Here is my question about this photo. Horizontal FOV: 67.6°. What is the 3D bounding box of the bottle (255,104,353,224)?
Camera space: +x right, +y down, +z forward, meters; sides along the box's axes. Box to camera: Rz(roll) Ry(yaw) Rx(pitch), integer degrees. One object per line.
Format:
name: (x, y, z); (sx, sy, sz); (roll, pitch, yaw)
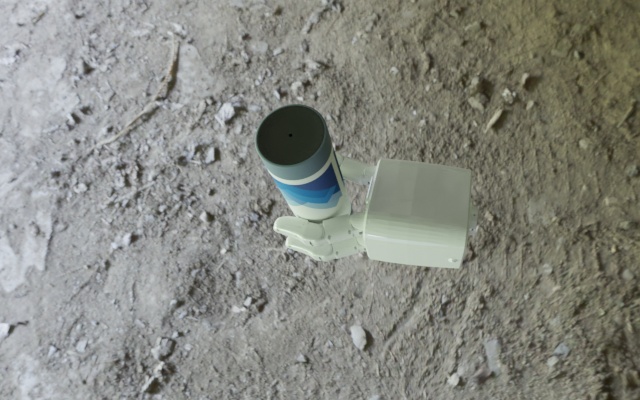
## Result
bottle: (0.000, 0.002, 0.554); (0.069, 0.069, 0.296); (0, -24, 11)
